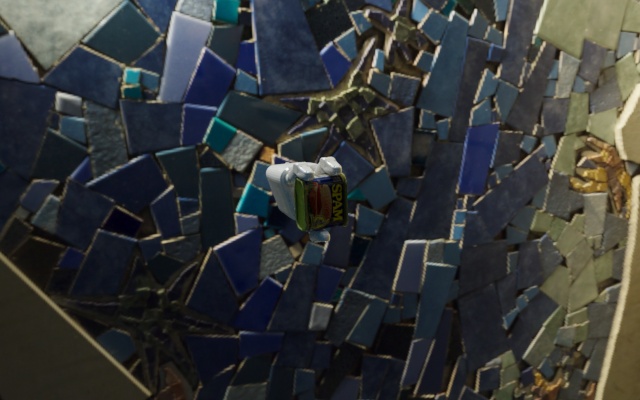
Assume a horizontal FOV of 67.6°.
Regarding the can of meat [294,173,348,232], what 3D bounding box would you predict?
[{"bbox_3d":[0.000,0.003,0.871,0.084,0.102,0.057,-8,15,-23],"label":"can of meat"}]
